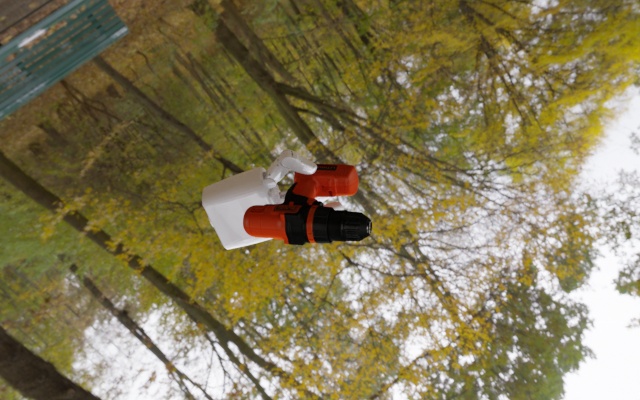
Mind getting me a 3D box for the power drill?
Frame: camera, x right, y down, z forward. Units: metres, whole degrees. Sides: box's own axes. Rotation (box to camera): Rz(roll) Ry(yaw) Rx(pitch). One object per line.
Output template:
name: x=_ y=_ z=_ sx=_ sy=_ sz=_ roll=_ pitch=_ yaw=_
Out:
power drill: x=0.000 y=0.002 z=0.715 sx=0.184 sy=0.057 sz=0.187 roll=4 pitch=25 yaw=17
